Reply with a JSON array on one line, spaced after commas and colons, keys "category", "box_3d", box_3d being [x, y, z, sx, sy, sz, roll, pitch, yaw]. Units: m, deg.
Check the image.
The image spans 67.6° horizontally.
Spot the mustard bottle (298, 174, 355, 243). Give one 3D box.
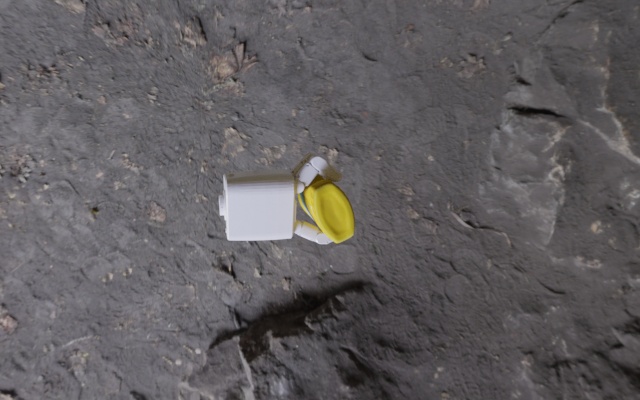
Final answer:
[{"category": "mustard bottle", "box_3d": [0.001, 0.003, 0.802, 0.058, 0.096, 0.191, -27, 15, -7]}]
